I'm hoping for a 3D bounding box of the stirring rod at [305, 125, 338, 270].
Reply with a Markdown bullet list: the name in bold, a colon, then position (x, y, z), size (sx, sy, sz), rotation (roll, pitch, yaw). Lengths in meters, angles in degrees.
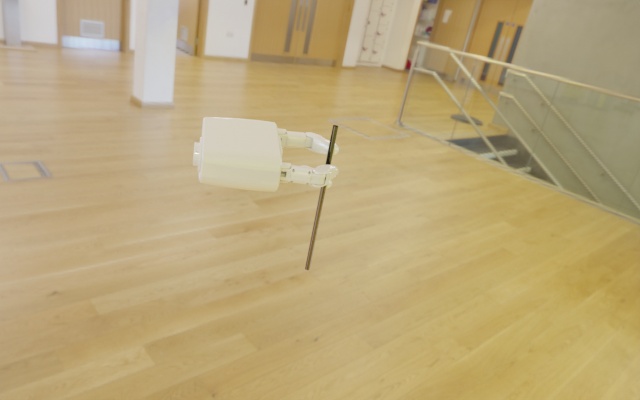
- **stirring rod**: position (0.000, 0.002, 0.727), size (0.011, 0.240, 0.011), rotation (9, 23, -4)
